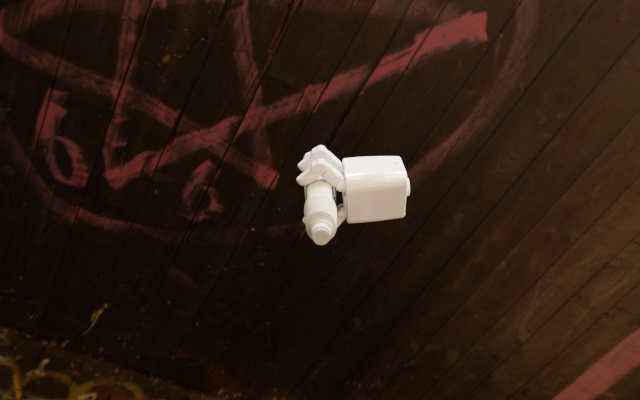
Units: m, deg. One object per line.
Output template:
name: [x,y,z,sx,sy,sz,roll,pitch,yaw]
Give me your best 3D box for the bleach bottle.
bleach bottle: [0.000,0.003,0.852,0.068,0.103,0.250,-5,30,2]
